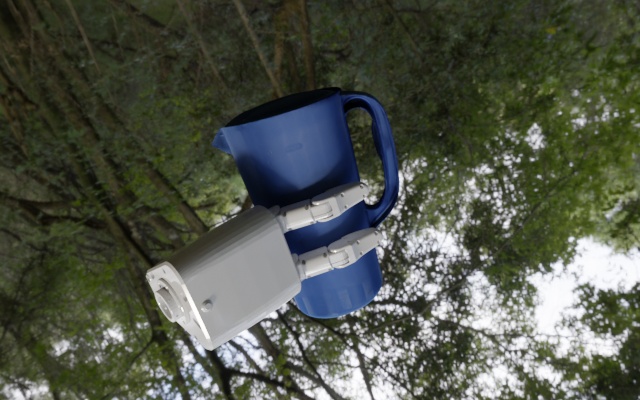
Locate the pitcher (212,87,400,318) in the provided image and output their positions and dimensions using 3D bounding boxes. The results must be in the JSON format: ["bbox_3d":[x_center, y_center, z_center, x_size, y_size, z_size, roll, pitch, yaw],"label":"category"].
[{"bbox_3d":[0.000,0.002,0.532,0.145,0.243,0.149,-31,23,-34],"label":"pitcher"}]
